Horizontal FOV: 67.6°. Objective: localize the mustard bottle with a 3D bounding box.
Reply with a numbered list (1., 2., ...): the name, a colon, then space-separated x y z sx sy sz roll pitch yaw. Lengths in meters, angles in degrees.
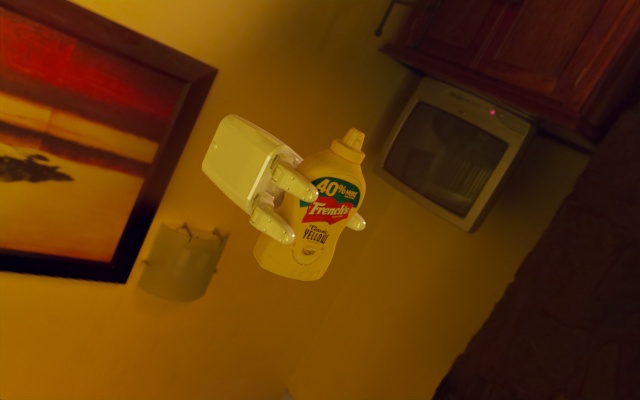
1. mustard bottle: 0.000 0.002 0.572 0.096 0.192 0.058 19 16 -32
